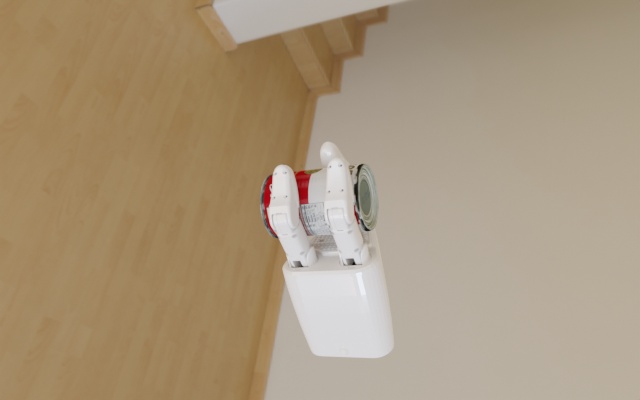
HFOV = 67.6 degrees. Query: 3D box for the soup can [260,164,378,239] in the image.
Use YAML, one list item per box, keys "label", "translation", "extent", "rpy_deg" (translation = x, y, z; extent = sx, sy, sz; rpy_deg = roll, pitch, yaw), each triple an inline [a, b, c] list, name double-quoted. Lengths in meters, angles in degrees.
- label: "soup can"
  translation: [0.000, 0.001, 0.479]
  extent: [0.102, 0.068, 0.068]
  rpy_deg: [-6, -2, 22]
